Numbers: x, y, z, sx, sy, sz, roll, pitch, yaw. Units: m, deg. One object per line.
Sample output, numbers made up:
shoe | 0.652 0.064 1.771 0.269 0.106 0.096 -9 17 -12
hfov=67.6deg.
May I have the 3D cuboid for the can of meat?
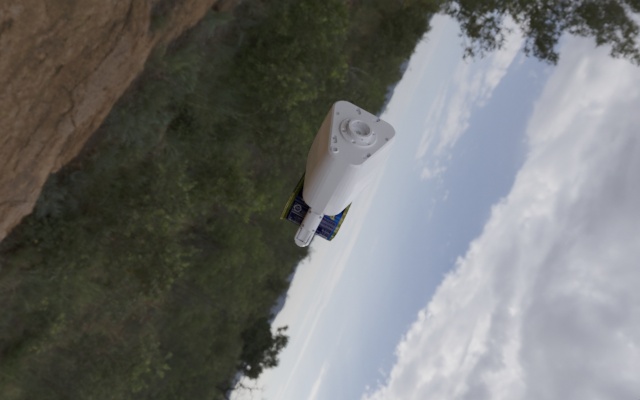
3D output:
can of meat | 0.000 0.003 0.717 0.084 0.102 0.057 27 -43 0
